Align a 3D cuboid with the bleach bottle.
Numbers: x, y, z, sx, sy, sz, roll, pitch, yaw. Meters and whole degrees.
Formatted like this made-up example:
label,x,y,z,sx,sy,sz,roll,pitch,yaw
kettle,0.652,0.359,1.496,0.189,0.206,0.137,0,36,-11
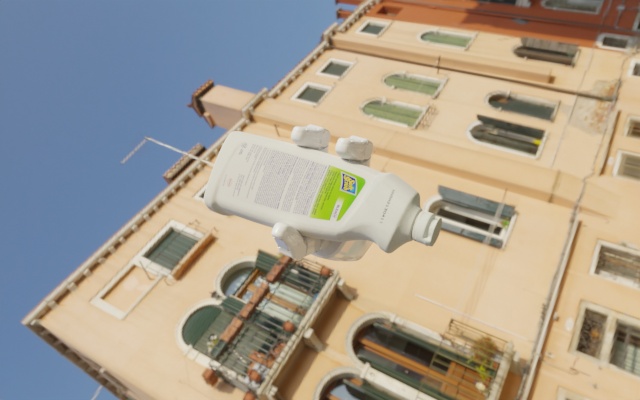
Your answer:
label,x,y,z,sx,sy,sz,roll,pitch,yaw
bleach bottle,0.000,0.002,0.505,0.251,0.102,0.068,19,-2,26
